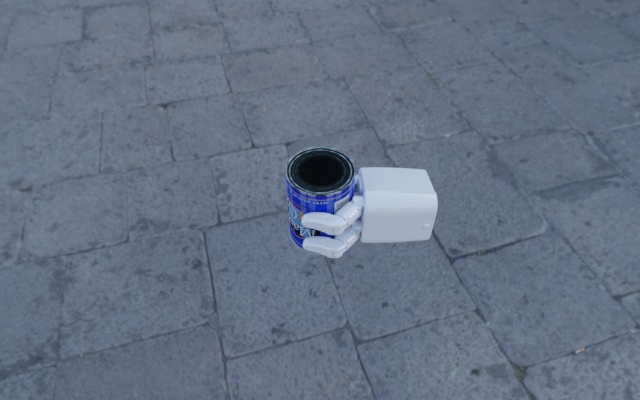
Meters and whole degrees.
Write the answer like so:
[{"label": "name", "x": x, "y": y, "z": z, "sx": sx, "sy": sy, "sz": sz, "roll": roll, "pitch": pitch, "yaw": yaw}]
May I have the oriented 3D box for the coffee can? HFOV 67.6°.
[{"label": "coffee can", "x": 0.000, "y": 0.002, "z": 0.733, "sx": 0.103, "sy": 0.102, "sz": 0.140, "roll": 0, "pitch": -42, "yaw": 0}]
